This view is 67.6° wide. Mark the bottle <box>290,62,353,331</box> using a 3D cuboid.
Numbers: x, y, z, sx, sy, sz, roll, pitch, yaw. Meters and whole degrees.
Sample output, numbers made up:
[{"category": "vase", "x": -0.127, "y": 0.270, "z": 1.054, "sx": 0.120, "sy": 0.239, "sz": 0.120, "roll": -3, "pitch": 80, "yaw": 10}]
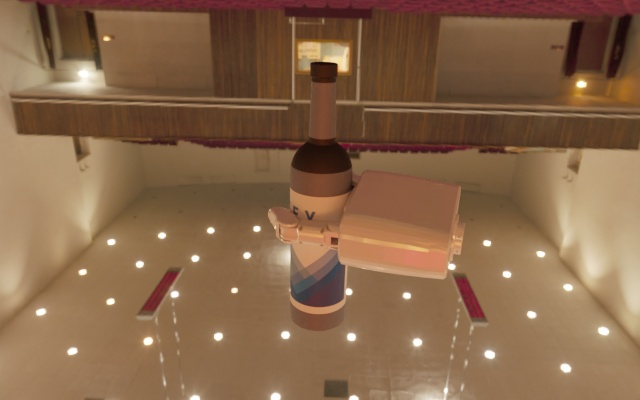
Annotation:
[{"category": "bottle", "x": 0.000, "y": 0.002, "z": 0.523, "sx": 0.069, "sy": 0.296, "sz": 0.069, "roll": 1, "pitch": 22, "yaw": -1}]
